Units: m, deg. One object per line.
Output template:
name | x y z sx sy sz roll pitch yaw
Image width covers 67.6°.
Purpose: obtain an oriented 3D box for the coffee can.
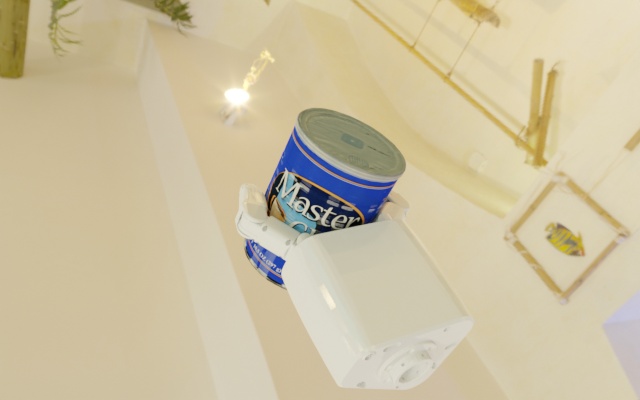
coffee can | 0.000 0.001 0.442 0.103 0.140 0.102 20 31 -13
